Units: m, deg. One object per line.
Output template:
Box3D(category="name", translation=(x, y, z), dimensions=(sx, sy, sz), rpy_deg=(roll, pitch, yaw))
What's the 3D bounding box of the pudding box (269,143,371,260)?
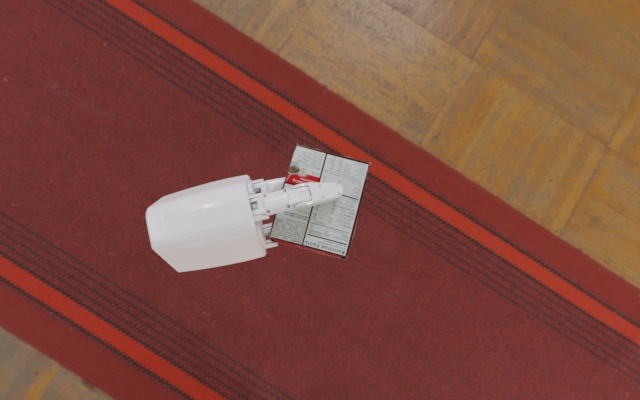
Box3D(category="pudding box", translation=(0.000, 0.002, 0.535), dimensions=(0.090, 0.113, 0.039), rpy_deg=(15, -6, 0))
